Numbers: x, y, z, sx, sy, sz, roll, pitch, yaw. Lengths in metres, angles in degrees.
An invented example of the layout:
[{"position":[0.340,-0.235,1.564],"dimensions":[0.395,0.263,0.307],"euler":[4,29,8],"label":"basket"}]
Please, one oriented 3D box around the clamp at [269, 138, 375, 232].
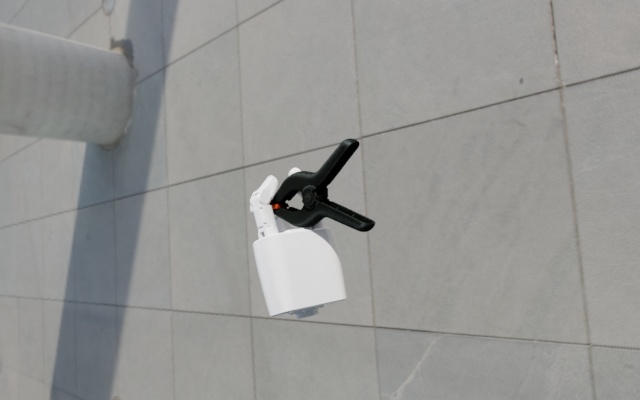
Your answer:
[{"position":[0.000,0.002,0.649],"dimensions":[0.171,0.120,0.039],"euler":[-26,-19,39],"label":"clamp"}]
